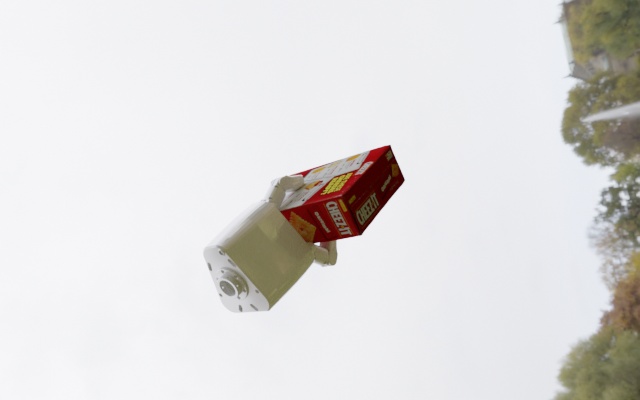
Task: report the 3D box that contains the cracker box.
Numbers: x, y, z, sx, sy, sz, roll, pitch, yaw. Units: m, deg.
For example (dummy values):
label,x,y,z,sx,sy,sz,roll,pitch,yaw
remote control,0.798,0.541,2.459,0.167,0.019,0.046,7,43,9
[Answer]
label,x,y,z,sx,sy,sz,roll,pitch,yaw
cracker box,0.000,0.002,0.728,0.214,0.072,0.164,-13,21,39
